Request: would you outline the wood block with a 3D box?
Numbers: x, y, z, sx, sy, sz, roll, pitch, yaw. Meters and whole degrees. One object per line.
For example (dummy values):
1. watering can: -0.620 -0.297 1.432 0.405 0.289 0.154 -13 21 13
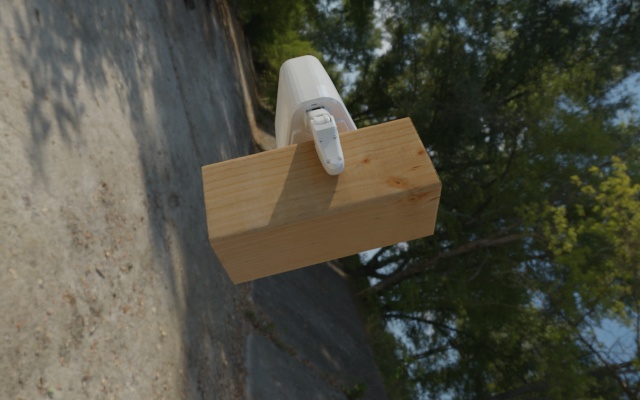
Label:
1. wood block: 0.000 0.001 0.467 0.206 0.090 0.091 -14 -35 -2
